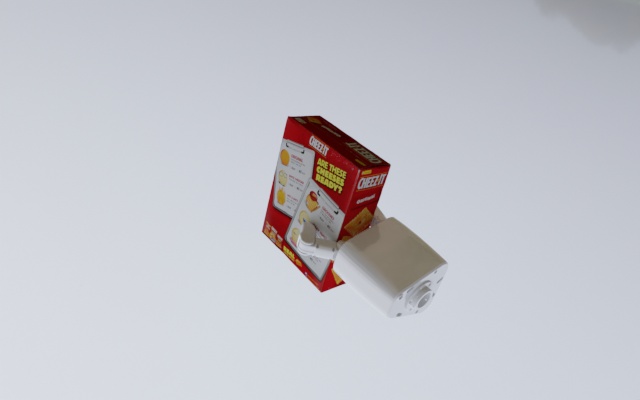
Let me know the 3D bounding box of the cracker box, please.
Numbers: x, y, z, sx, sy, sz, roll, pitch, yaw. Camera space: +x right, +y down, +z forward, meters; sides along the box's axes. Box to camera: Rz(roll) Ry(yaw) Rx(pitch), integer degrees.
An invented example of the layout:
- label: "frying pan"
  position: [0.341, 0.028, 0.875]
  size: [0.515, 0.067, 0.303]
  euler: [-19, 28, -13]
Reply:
- label: "cracker box"
  position: [0.000, 0.003, 0.718]
  size: [0.072, 0.214, 0.164]
  euler: [-12, 40, -40]
